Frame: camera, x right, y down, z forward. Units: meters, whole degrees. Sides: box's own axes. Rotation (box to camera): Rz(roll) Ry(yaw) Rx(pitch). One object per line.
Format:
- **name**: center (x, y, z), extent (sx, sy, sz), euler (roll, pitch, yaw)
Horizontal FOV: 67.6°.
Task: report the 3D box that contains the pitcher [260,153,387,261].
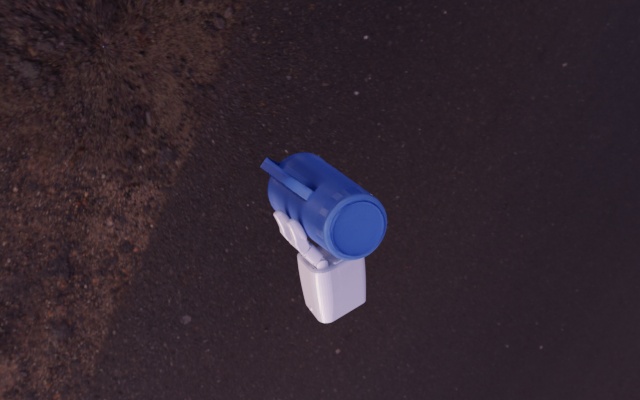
- **pitcher**: center (0.000, 0.003, 0.806), extent (0.149, 0.145, 0.242), euler (-13, 22, -20)
